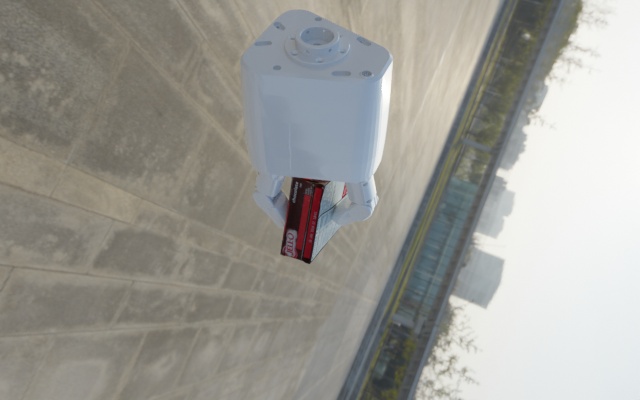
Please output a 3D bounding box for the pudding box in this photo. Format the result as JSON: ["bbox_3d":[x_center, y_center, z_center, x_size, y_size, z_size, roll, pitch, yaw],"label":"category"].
[{"bbox_3d":[0.000,0.002,0.505,0.039,0.090,0.113,19,25,16],"label":"pudding box"}]
